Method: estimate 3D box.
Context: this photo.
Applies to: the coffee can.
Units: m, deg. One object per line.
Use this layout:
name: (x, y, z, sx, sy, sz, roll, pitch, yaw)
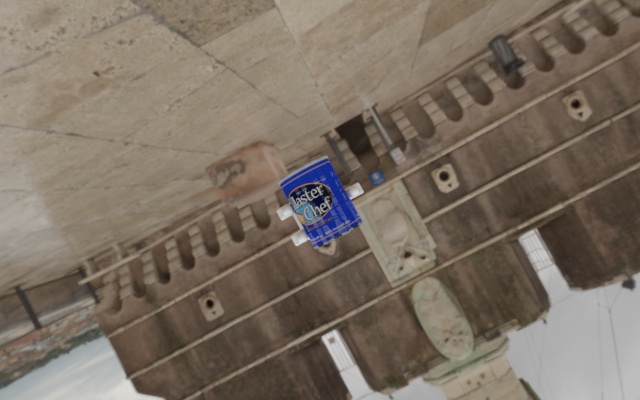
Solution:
coffee can: (0.000, 0.003, 0.870, 0.103, 0.140, 0.103, -29, -1, 0)
